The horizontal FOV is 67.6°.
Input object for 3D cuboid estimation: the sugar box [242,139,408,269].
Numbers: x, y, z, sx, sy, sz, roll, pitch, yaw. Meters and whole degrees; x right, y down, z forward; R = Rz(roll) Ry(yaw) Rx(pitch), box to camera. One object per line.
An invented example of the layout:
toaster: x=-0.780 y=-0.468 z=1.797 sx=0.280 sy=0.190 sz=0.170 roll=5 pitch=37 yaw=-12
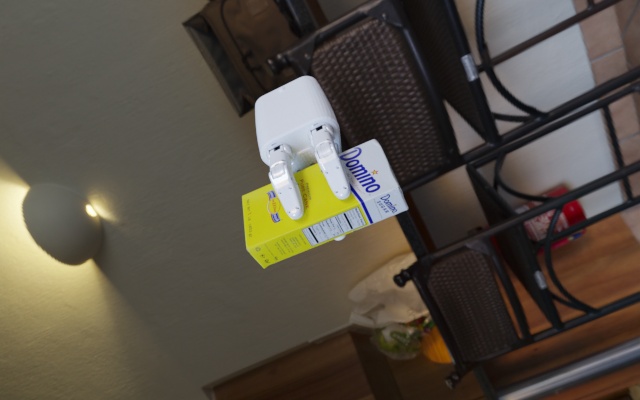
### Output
sugar box: x=0.000 y=0.001 z=0.542 sx=0.176 sy=0.093 sz=0.048 roll=-25 pitch=-47 yaw=8
